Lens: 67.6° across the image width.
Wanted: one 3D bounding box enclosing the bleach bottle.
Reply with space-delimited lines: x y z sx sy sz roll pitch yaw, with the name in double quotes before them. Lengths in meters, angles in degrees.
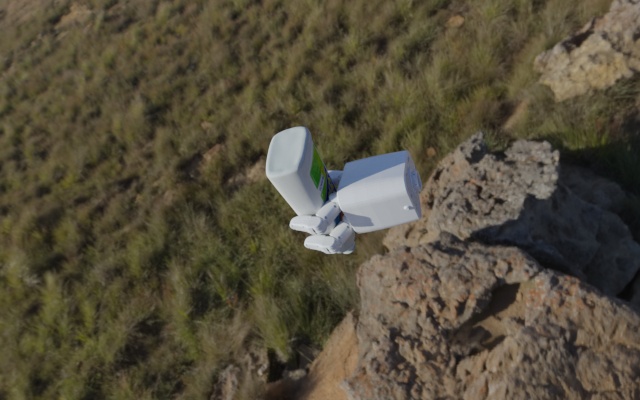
"bleach bottle" 0.000 0.003 0.783 0.068 0.102 0.251 -12 -42 21
